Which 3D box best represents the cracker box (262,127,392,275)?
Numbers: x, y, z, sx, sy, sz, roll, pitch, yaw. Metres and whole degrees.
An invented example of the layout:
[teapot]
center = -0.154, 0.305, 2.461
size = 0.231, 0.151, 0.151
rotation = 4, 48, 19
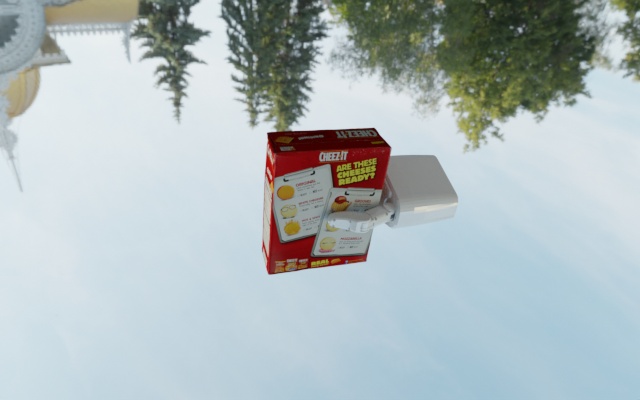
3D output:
[cracker box]
center = 0.000, 0.003, 0.705
size = 0.164, 0.214, 0.072
rotation = -5, 37, -17
